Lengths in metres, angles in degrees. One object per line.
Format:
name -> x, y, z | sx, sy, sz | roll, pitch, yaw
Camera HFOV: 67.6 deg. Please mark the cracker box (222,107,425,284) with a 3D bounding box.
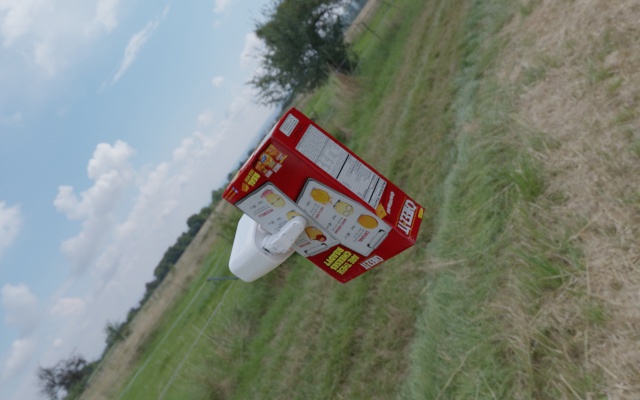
cracker box -> 0.000, 0.002, 0.621 | 0.214, 0.072, 0.164 | 36, -39, -11
